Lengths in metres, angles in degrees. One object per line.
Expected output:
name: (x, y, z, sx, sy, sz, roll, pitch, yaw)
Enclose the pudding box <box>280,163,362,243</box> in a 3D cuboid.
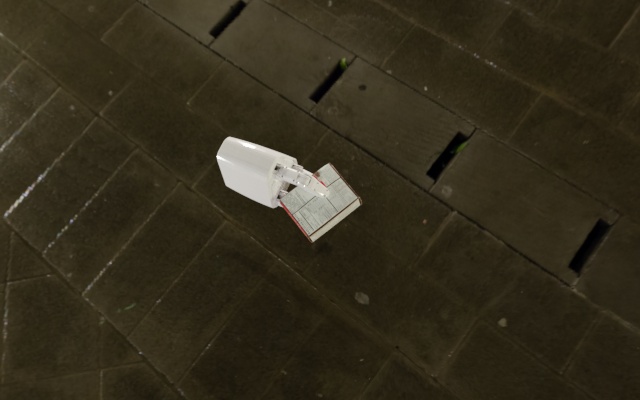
pudding box: (0.000, 0.003, 0.822, 0.113, 0.090, 0.039, -38, -20, -3)
